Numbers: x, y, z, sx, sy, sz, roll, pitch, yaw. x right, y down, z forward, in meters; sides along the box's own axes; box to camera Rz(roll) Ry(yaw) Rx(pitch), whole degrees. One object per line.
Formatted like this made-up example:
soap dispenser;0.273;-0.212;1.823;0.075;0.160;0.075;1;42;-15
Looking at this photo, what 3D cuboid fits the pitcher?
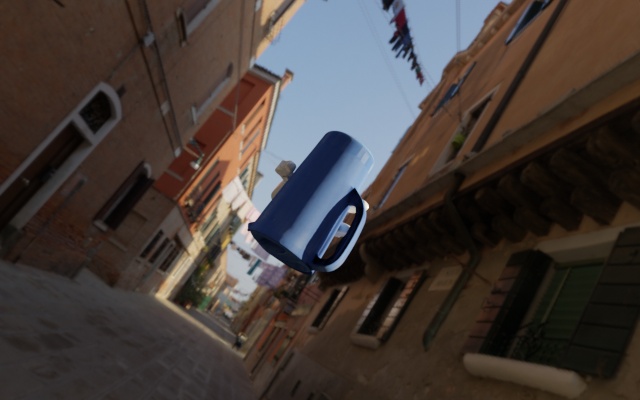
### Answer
pitcher;0.000;0.003;0.834;0.149;0.242;0.145;38;-18;-12
